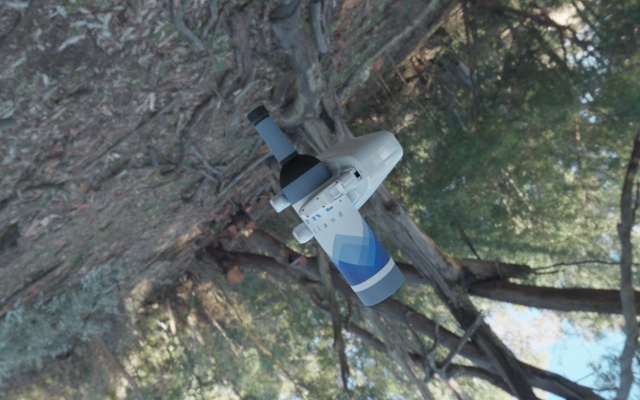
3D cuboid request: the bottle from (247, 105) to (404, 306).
[{"bbox_3d":[0.000,0.002,0.633,0.069,0.296,0.069,-36,4,3],"label":"bottle"}]
